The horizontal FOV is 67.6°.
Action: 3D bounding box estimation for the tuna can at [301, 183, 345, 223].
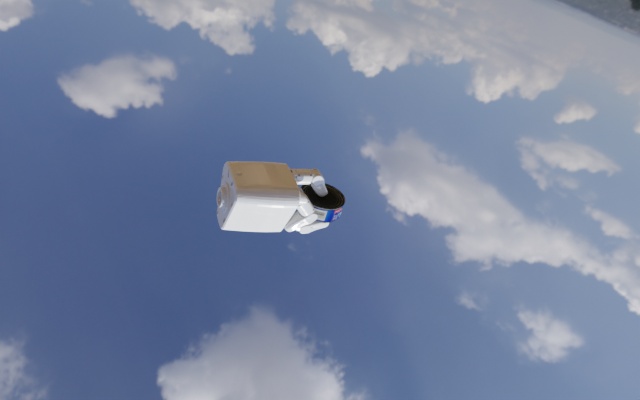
[{"bbox_3d":[0.000,0.003,0.878,0.086,0.034,0.086,12,33,-8],"label":"tuna can"}]
